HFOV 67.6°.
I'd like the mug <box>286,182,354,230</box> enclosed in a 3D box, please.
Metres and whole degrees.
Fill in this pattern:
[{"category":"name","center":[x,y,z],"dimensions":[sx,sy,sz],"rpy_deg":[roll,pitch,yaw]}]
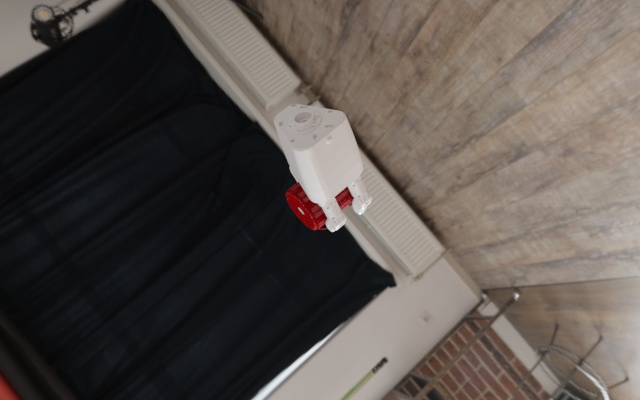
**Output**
[{"category":"mug","center":[0.000,0.004,0.802],"dimensions":[0.081,0.117,0.093],"rpy_deg":[-38,46,-17]}]
